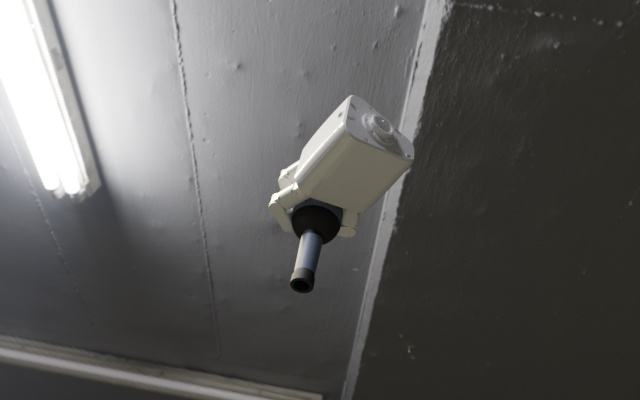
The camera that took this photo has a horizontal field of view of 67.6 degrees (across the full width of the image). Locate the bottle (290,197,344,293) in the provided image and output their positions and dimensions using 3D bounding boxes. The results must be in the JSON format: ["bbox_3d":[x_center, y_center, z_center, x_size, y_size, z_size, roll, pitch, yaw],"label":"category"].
[{"bbox_3d":[0.000,0.002,0.653,0.069,0.069,0.295,0,41,11],"label":"bottle"}]
